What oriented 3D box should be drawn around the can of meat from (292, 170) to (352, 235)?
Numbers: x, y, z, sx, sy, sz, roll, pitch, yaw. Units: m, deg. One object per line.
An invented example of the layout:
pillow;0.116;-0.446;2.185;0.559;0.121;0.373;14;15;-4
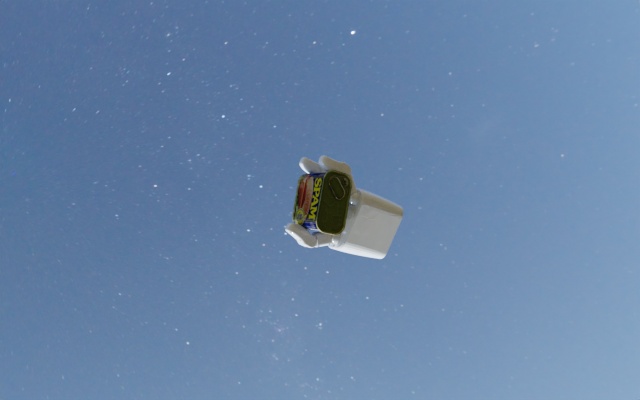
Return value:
can of meat;0.000;0.003;0.793;0.057;0.102;0.084;13;-6;-33
